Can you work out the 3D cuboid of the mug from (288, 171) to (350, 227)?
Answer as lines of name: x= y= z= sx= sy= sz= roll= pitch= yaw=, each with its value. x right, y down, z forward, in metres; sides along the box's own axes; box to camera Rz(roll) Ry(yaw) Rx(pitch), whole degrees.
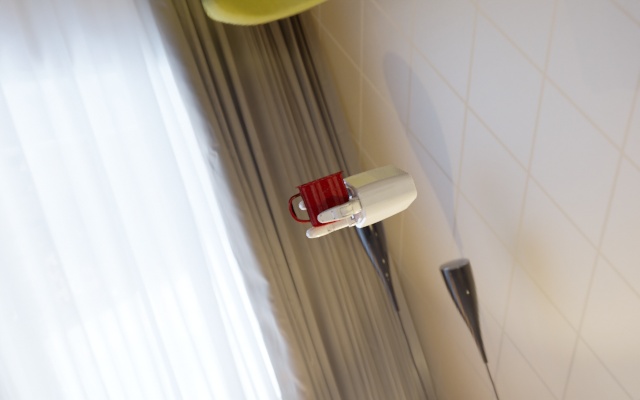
mug: x=-0.001 y=0.004 z=0.867 sx=0.117 sy=0.081 sz=0.093 roll=-20 pitch=2 yaw=-9
